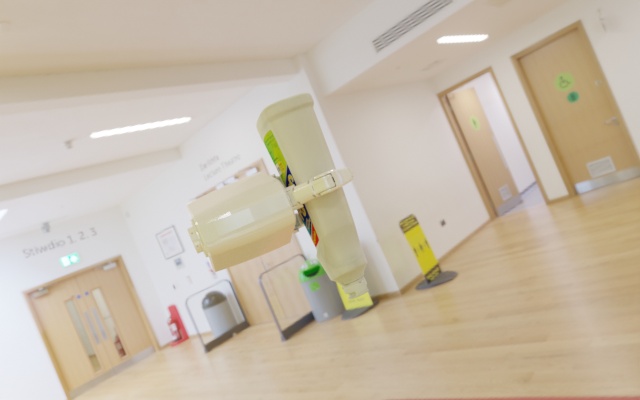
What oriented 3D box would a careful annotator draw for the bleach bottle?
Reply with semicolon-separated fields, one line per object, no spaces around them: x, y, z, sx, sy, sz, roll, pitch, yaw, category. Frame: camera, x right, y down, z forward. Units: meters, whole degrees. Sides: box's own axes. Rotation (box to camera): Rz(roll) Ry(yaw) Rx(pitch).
0.000;0.002;0.592;0.068;0.251;0.102;-23;-1;-16;bleach bottle
